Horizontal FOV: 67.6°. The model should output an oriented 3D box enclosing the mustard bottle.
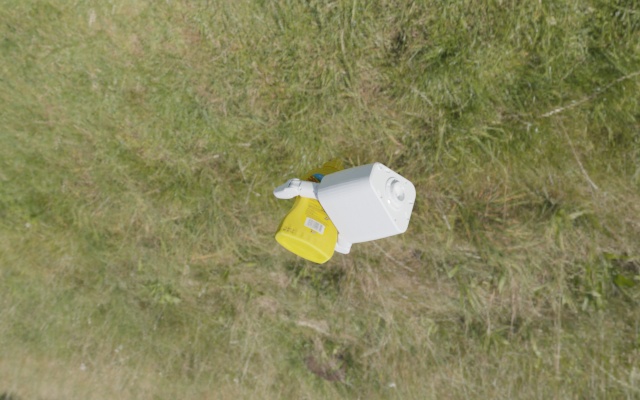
[{"bbox_3d":[0.000,0.003,0.804,0.096,0.191,0.058,28,-33,-10],"label":"mustard bottle"}]
